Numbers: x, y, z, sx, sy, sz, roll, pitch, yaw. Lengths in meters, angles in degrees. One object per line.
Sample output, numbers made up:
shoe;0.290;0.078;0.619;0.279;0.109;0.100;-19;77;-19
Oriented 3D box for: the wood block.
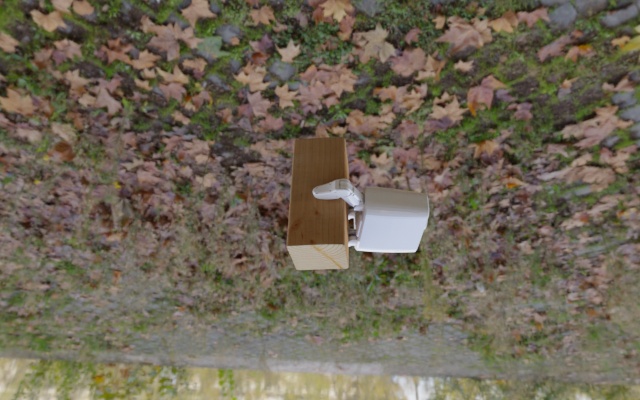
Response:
wood block;0.000;0.003;0.803;0.090;0.206;0.091;-2;-32;7
